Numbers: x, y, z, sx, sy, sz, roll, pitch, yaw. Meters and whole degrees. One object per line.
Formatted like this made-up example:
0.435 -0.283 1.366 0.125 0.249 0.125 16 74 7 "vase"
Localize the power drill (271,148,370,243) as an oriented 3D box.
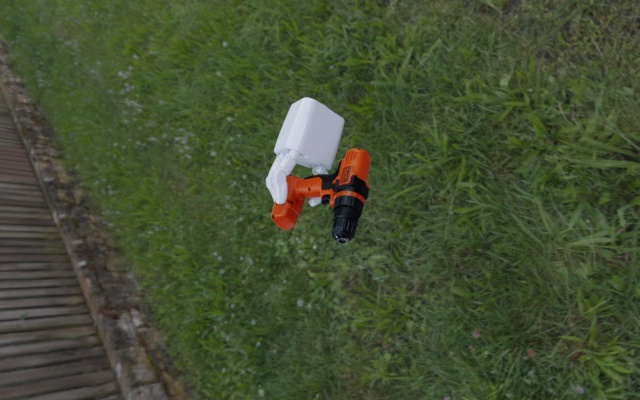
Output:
0.000 0.003 0.862 0.187 0.184 0.057 -12 -41 36 "power drill"
